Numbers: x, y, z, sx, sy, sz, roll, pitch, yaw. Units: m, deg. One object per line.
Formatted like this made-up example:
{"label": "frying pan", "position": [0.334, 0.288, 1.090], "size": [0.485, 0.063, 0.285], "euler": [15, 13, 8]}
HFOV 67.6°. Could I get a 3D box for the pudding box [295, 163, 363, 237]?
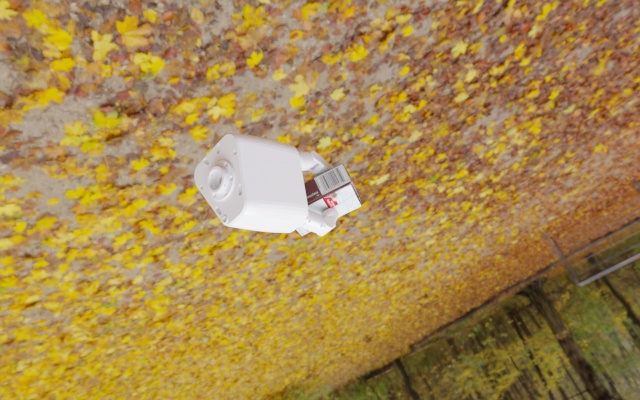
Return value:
{"label": "pudding box", "position": [0.000, 0.002, 0.710], "size": [0.113, 0.039, 0.090], "euler": [-26, -26, 4]}
